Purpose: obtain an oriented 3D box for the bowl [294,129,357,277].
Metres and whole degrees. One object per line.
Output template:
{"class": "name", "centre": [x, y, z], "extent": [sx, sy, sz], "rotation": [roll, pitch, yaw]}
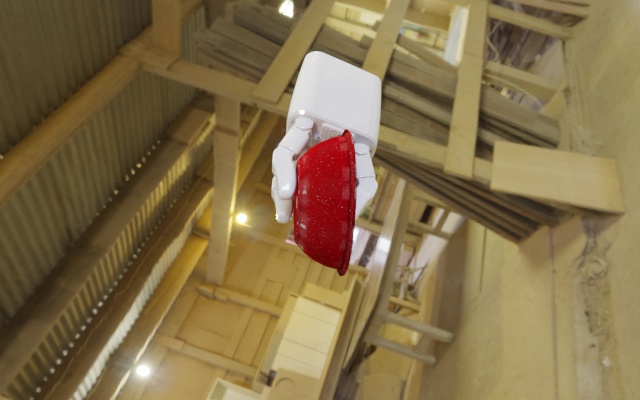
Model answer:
{"class": "bowl", "centre": [0.000, 0.003, 0.524], "extent": [0.055, 0.162, 0.162], "rotation": [2, 0, -6]}
